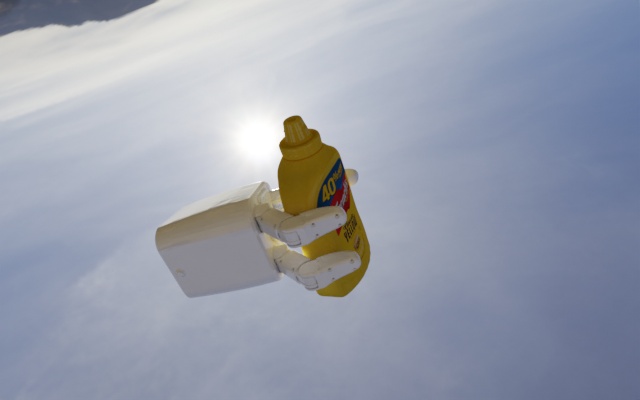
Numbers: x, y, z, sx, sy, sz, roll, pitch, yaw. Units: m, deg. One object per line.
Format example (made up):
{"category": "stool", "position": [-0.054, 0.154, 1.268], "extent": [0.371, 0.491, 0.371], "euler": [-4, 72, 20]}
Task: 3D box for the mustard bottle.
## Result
{"category": "mustard bottle", "position": [0.000, 0.002, 0.492], "extent": [0.058, 0.192, 0.096], "euler": [-1, 36, 29]}
